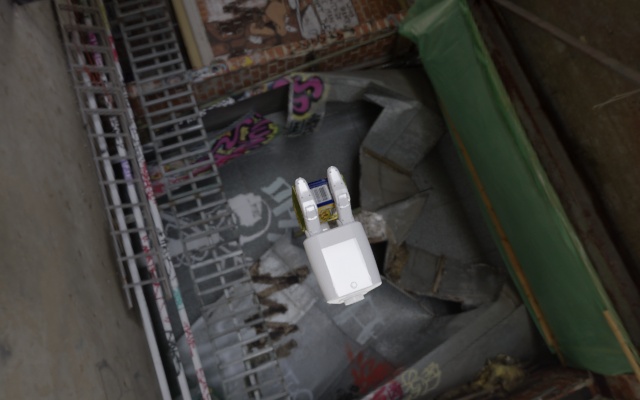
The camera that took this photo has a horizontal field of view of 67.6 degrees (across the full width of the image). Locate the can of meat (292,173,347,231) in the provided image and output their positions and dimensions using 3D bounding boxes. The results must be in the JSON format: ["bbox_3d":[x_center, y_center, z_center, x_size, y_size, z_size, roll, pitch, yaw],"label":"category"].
[{"bbox_3d":[0.000,0.003,0.803,0.084,0.057,0.102,-18,-20,-9],"label":"can of meat"}]
